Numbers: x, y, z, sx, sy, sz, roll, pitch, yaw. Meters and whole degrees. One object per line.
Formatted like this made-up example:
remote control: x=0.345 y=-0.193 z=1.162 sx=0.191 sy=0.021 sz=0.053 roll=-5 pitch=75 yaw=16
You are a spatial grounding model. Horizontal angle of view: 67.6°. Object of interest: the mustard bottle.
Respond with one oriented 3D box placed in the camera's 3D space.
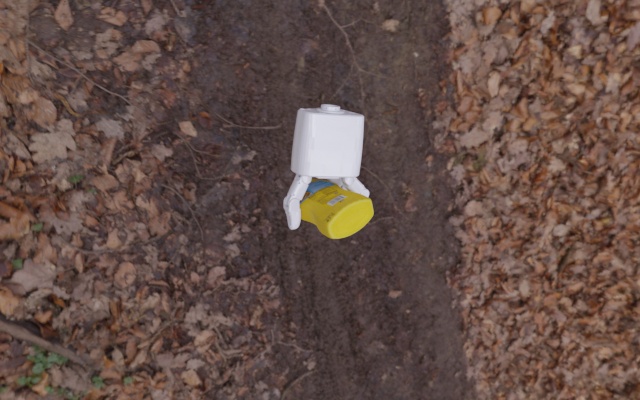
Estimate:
mustard bottle: x=0.000 y=0.003 z=0.853 sx=0.096 sy=0.058 sz=0.191 roll=-30 pitch=32 yaw=-23
